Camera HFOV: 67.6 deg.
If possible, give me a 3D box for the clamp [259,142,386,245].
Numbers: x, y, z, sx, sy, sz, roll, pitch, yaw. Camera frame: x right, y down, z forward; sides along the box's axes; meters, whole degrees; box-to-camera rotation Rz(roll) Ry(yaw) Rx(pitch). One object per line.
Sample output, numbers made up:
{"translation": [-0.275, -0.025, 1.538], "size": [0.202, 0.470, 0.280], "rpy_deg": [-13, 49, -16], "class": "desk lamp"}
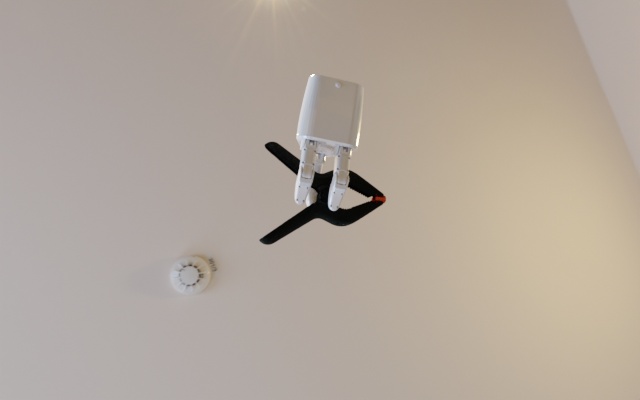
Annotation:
{"translation": [0.001, 0.002, 0.775], "size": [0.210, 0.164, 0.036], "rpy_deg": [10, -6, -9], "class": "clamp"}
